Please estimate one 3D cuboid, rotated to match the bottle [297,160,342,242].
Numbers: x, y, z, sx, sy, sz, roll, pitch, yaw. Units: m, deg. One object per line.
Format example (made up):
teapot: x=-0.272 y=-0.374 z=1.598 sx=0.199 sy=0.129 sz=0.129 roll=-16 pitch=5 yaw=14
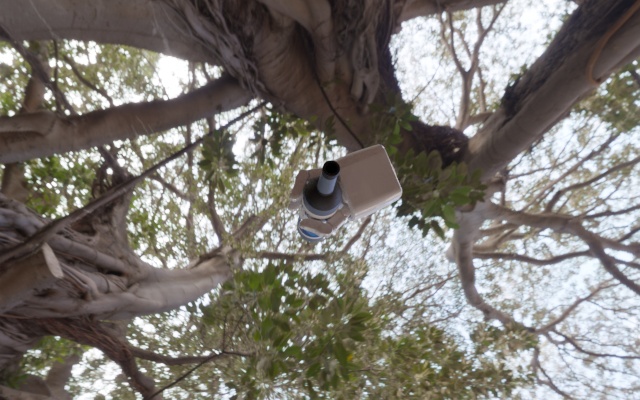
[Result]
bottle: x=0.000 y=0.003 z=0.860 sx=0.069 sy=0.069 sz=0.296 roll=0 pitch=-21 yaw=-7
